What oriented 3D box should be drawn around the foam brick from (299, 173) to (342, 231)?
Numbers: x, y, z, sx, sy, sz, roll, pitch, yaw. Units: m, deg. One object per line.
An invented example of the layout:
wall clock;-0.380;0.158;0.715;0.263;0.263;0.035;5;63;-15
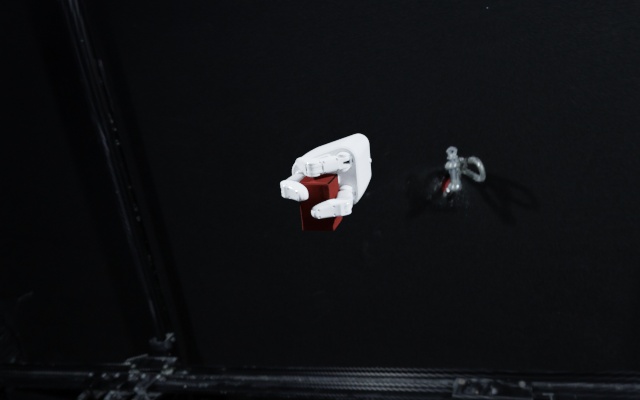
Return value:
foam brick;0.000;0.003;0.739;0.053;0.078;0.051;1;21;18
